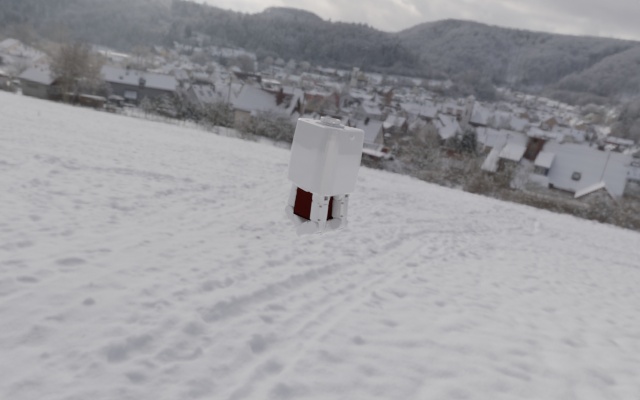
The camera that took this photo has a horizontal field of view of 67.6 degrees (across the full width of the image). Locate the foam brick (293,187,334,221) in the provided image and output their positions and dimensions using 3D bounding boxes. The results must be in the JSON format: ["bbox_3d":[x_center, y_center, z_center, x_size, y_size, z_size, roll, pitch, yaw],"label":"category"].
[{"bbox_3d":[0.000,0.003,0.820,0.053,0.051,0.078,20,17,35],"label":"foam brick"}]
